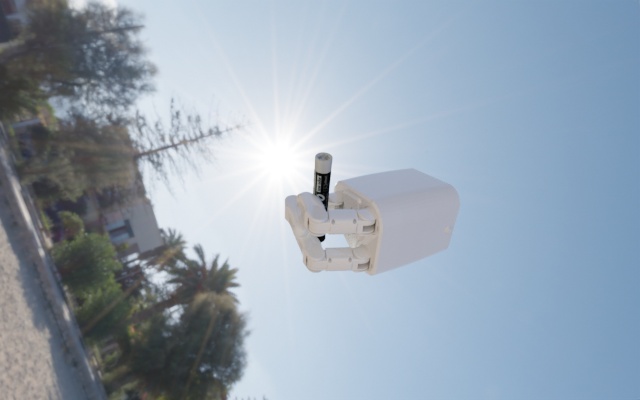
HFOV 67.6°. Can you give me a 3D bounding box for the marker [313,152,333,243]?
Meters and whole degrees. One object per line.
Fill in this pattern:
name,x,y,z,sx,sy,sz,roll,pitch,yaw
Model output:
marker,0.000,0.002,0.533,0.020,0.121,0.020,3,38,-2
